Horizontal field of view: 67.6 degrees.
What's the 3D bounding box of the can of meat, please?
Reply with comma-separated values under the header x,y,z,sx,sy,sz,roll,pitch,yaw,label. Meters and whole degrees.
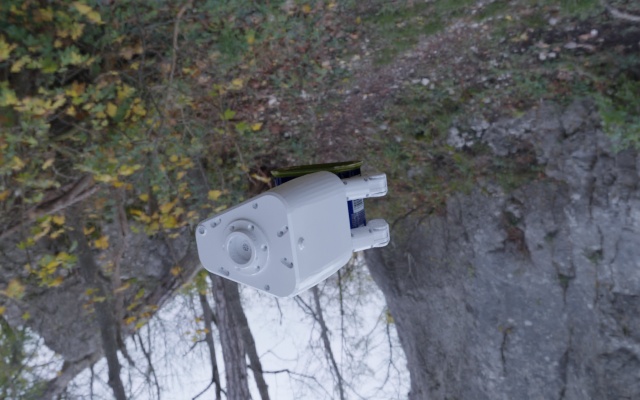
x,y,z,sx,sy,sz,roll,pitch,yaw,label
0.000,0.002,0.541,0.102,0.084,0.057,-3,9,24,can of meat
